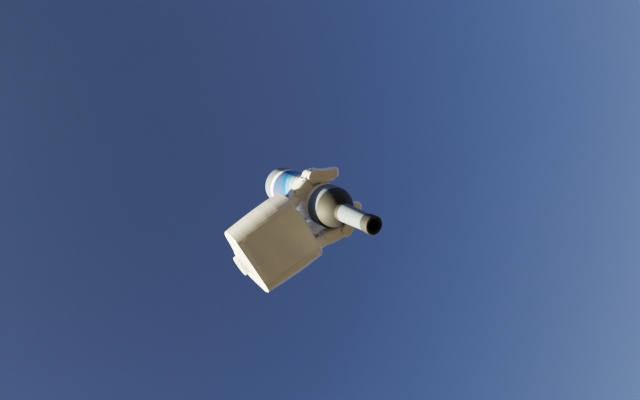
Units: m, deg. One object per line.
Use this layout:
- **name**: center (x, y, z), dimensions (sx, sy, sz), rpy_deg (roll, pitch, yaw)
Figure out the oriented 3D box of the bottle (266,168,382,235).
- **bottle**: center (0.000, 0.002, 0.768), dimensions (0.069, 0.069, 0.295), rpy_deg (0, 12, -30)
